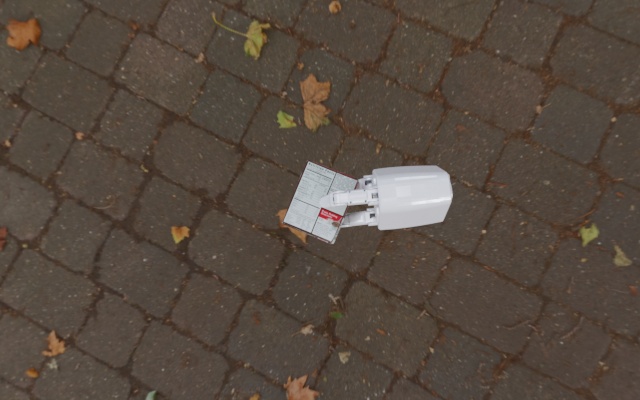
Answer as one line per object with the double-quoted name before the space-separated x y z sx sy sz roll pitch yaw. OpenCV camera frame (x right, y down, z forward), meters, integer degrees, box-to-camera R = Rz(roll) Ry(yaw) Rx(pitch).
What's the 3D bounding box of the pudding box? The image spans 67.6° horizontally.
"pudding box" 0.000 0.003 0.767 0.090 0.113 0.039 22 -4 6
